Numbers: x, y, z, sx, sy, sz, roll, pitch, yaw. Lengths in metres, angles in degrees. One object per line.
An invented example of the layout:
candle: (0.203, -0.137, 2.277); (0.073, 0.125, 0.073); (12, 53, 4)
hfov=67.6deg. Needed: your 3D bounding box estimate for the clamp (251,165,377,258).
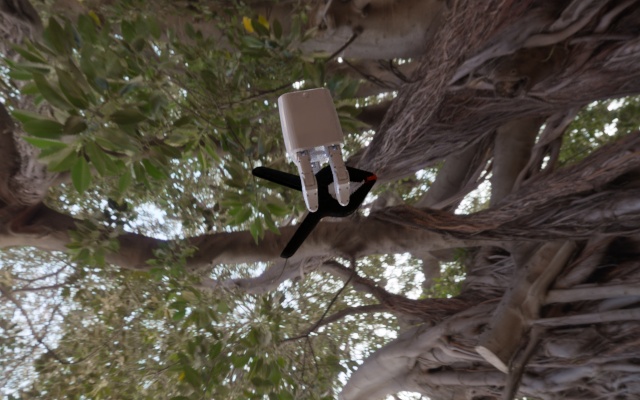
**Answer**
clamp: (0.000, 0.003, 0.819); (0.210, 0.164, 0.036); (-11, -12, -10)
